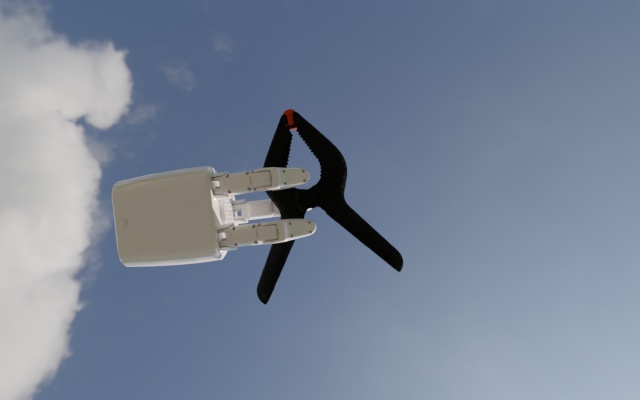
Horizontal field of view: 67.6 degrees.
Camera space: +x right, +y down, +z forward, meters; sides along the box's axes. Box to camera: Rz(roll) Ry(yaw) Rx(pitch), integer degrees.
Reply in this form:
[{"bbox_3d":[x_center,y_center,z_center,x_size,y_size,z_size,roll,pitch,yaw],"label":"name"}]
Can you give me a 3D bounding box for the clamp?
[{"bbox_3d":[0.000,0.001,0.531,0.164,0.210,0.036,-7,-2,1],"label":"clamp"}]
